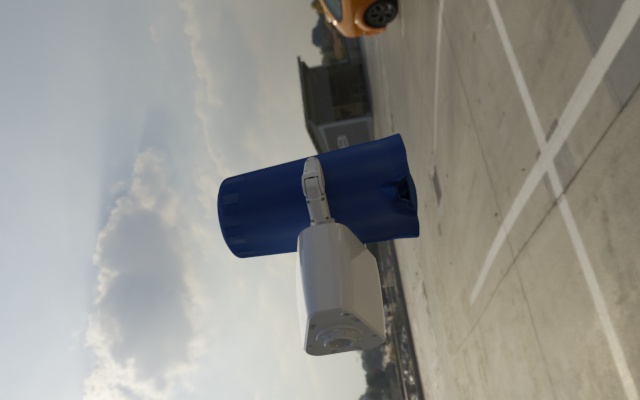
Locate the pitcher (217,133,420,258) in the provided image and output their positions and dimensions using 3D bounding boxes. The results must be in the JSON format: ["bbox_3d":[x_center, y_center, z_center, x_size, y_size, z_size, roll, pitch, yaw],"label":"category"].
[{"bbox_3d":[0.000,0.002,0.623,0.243,0.145,0.149,-10,-41,6],"label":"pitcher"}]
